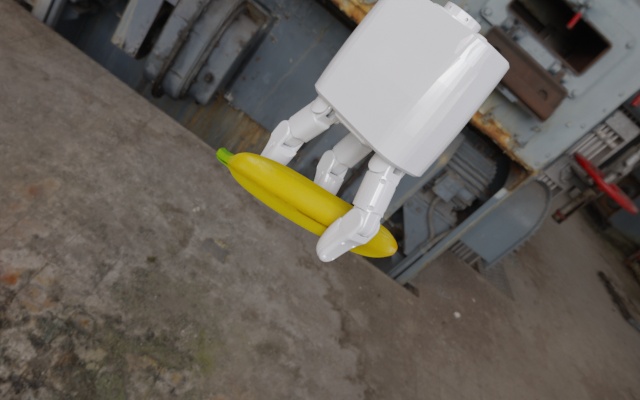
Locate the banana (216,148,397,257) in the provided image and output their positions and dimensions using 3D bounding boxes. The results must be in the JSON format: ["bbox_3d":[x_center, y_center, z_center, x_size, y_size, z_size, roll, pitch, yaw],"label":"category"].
[{"bbox_3d":[0.000,0.006,0.423,0.198,0.037,0.069,31,13,-17],"label":"banana"}]
